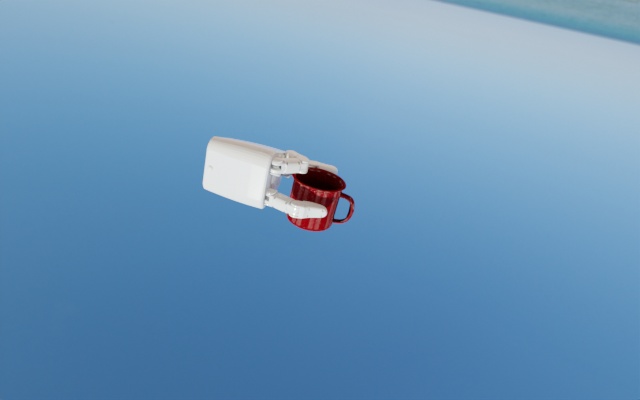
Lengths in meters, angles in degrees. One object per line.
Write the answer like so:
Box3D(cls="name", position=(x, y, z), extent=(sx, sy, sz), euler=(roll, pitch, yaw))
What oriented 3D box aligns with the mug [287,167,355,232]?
Box3D(cls="mug", position=(0.001, 0.003, 0.809), extent=(0.117, 0.081, 0.093), euler=(18, 25, 7))
